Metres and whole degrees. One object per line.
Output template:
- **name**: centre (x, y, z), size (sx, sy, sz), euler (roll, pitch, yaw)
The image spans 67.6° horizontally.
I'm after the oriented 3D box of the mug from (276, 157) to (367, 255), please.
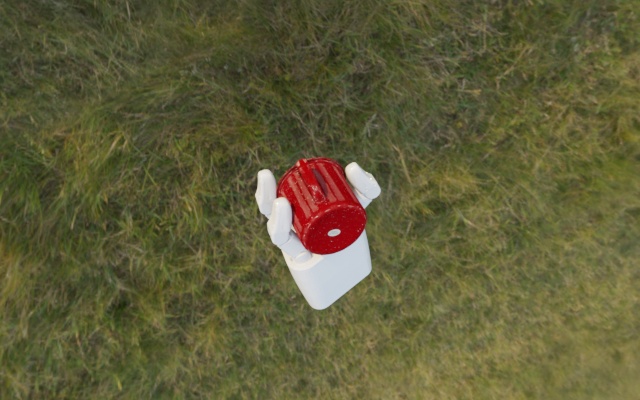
- **mug**: centre (0.000, 0.001, 0.554), size (0.093, 0.117, 0.081), euler (-25, 46, -5)
